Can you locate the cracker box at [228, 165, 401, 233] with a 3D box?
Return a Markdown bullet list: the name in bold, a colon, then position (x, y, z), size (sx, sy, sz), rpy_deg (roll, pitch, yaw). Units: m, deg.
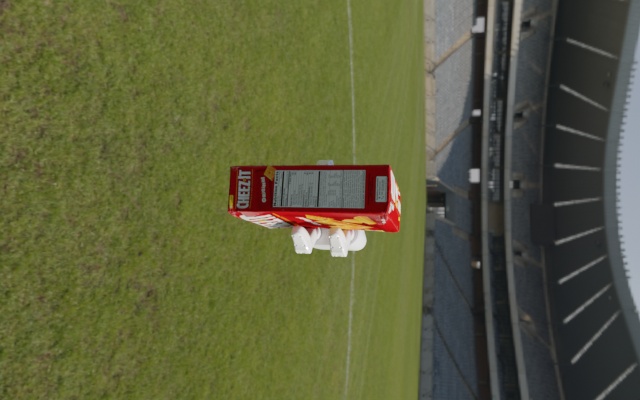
- **cracker box**: position (0.000, 0.002, 0.675), size (0.213, 0.072, 0.164), rpy_deg (0, -11, 14)
